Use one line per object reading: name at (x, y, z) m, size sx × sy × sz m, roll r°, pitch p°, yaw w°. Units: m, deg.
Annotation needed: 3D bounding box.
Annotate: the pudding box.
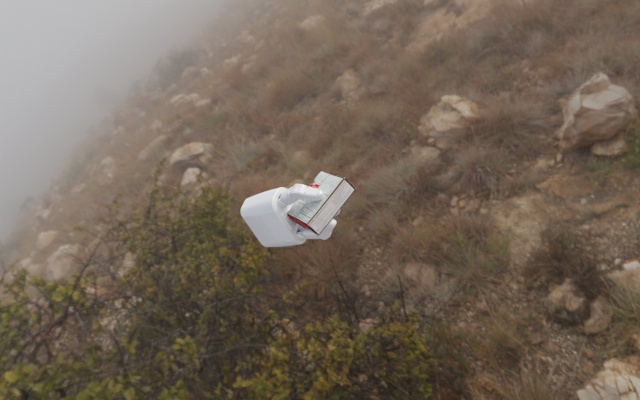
pudding box at (0.000, 0.003, 0.882) m, size 0.039 × 0.113 × 0.090 m, roll 42°, pitch -9°, yaw -30°
